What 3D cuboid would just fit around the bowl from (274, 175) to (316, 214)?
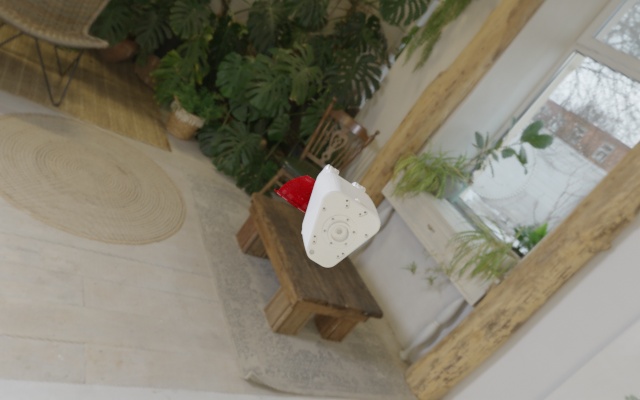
[{"bbox_3d":[0.000,0.002,0.846,0.162,0.055,0.162,33,2,-1],"label":"bowl"}]
